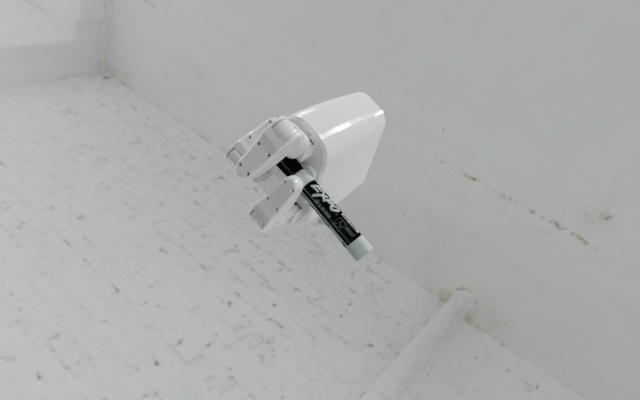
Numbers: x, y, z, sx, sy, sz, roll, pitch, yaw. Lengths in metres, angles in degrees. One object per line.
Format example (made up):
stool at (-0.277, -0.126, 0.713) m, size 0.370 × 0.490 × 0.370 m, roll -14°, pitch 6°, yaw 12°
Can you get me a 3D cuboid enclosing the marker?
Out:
marker at (0.000, 0.001, 0.419) m, size 0.020 × 0.121 × 0.020 m, roll -39°, pitch -9°, yaw -8°
